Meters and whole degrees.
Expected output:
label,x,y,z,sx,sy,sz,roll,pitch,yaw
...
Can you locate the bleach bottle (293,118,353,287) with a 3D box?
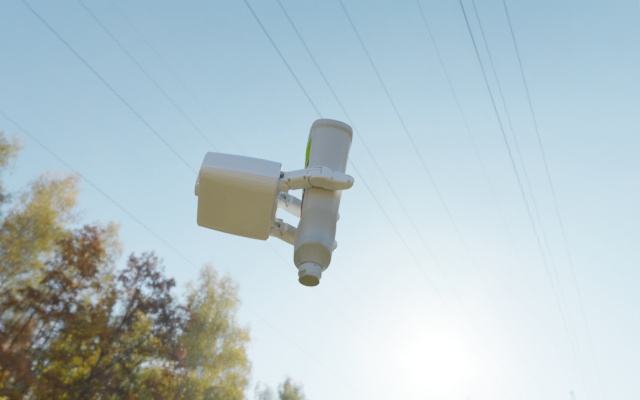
label,x,y,z,sx,sy,sz,roll,pitch,yaw
bleach bottle,0.000,0.002,0.676,0.068,0.250,0.103,11,-41,-3
